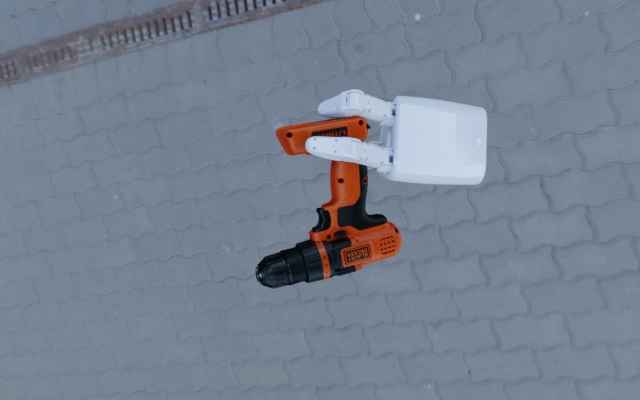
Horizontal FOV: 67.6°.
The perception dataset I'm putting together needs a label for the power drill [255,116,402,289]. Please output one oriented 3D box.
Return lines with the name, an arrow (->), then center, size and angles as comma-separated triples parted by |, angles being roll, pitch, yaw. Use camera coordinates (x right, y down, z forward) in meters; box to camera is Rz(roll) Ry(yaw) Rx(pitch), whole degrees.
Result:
power drill -> 0.000, 0.001, 0.564 | 0.184, 0.188, 0.057 | -14, 15, -18
